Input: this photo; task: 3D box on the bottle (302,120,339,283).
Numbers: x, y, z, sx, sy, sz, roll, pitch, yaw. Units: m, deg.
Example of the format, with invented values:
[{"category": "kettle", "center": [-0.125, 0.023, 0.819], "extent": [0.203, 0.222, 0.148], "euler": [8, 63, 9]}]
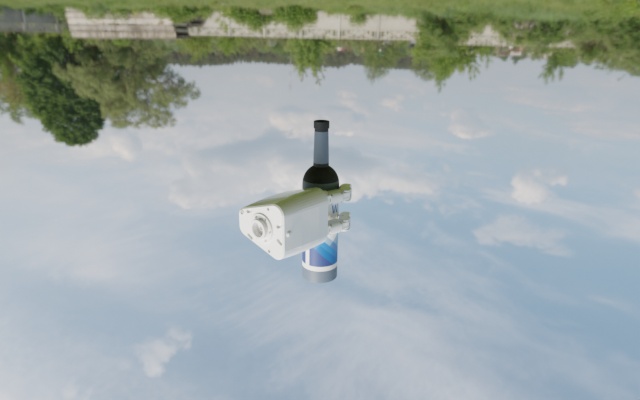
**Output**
[{"category": "bottle", "center": [0.000, 0.003, 0.866], "extent": [0.069, 0.296, 0.069], "euler": [1, 18, 0]}]
